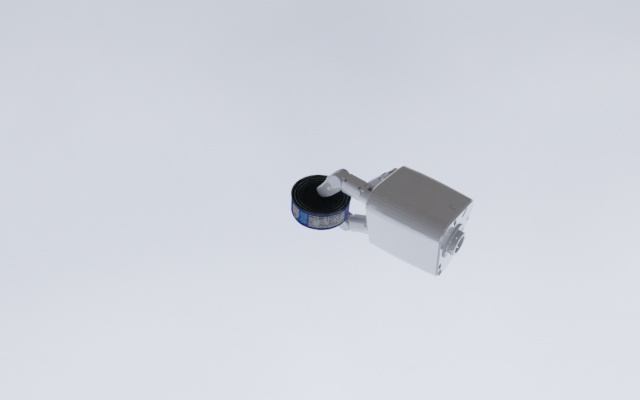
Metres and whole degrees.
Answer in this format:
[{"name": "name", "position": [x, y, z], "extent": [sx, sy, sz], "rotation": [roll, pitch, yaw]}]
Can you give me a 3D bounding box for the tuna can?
[{"name": "tuna can", "position": [0.000, 0.003, 0.684], "extent": [0.086, 0.034, 0.086], "rotation": [3, 42, -2]}]
